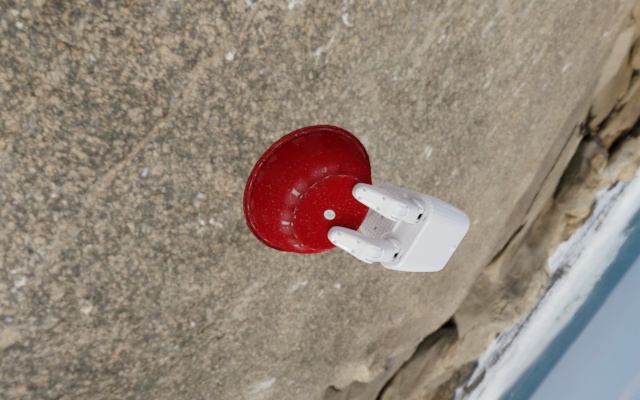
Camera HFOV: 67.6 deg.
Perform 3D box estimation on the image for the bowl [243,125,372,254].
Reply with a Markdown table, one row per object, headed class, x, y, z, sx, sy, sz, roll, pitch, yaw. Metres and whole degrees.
| class | x | y | z | sx | sy | sz | roll | pitch | yaw |
| --- | --- | --- | --- | --- | --- | --- | --- | --- | --- |
| bowl | -0.001 | 0.002 | 0.524 | 0.162 | 0.162 | 0.055 | 0 | 28 | -30 |
